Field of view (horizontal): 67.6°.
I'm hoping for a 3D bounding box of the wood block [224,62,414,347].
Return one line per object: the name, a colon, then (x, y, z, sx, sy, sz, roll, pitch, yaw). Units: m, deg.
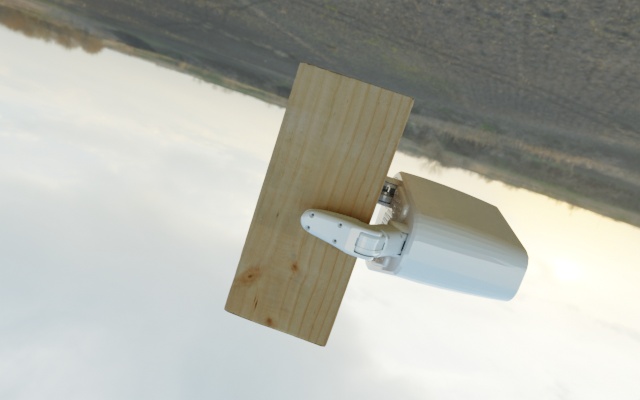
wood block: (0.000, 0.002, 0.407, 0.090, 0.206, 0.091, 19, 10, 5)
